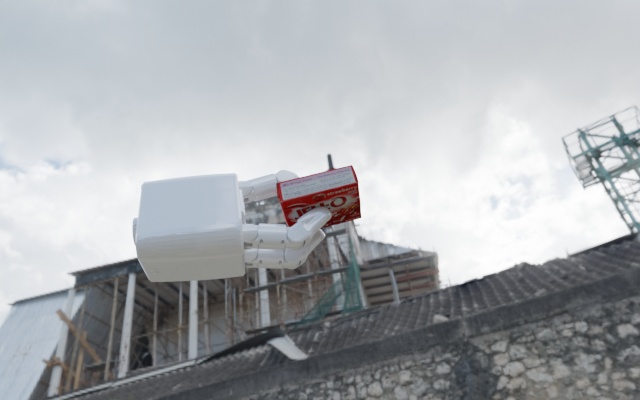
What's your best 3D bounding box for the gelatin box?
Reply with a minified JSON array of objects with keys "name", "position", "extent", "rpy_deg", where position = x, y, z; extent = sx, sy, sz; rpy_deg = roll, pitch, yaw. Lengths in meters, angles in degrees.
[{"name":"gelatin box","position":[0.000,0.001,0.543],"extent":[0.089,0.030,0.073],"rpy_deg":[-14,-35,-1]}]
